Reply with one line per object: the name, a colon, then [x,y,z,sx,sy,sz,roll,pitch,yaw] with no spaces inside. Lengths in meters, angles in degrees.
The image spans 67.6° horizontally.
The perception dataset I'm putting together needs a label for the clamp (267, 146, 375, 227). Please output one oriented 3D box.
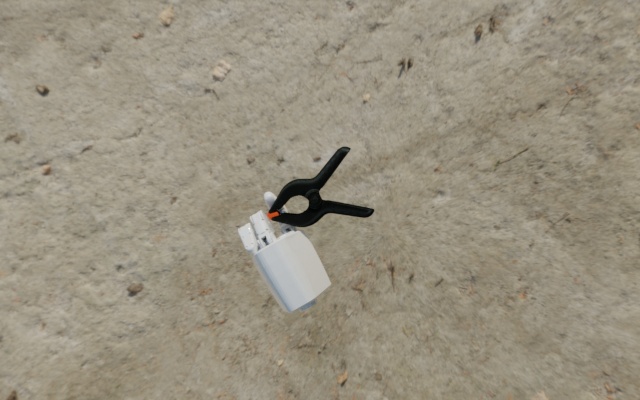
clamp: [0.000,0.003,0.776,0.171,0.120,0.039,-30,-2,5]
